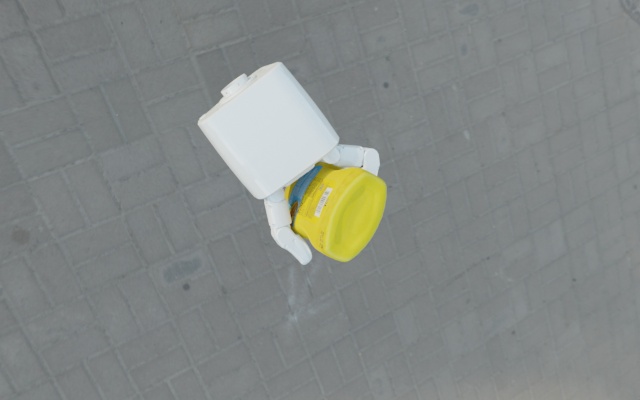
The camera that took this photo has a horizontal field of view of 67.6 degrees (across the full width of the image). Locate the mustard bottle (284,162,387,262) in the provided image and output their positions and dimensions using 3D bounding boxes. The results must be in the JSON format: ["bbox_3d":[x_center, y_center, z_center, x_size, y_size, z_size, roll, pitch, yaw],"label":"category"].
[{"bbox_3d":[0.000,0.002,0.564,0.058,0.096,0.191,25,-1,-25],"label":"mustard bottle"}]
